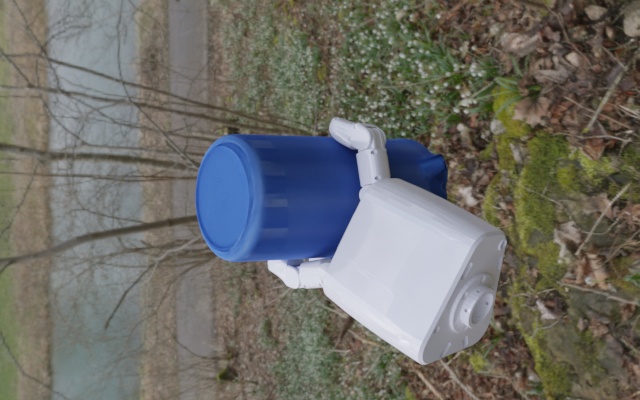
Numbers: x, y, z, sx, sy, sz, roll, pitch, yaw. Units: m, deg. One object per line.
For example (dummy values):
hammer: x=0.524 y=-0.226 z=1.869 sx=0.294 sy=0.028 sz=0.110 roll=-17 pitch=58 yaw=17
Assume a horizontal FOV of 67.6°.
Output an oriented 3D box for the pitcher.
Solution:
pitcher: x=0.000 y=0.002 z=0.484 sx=0.243 sy=0.149 sz=0.145 roll=-1 pitch=22 yaw=-42
